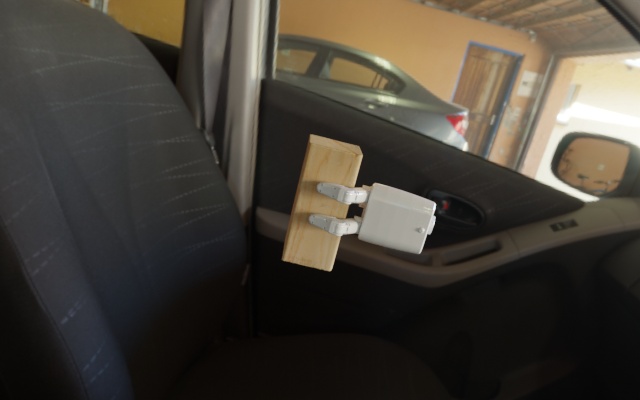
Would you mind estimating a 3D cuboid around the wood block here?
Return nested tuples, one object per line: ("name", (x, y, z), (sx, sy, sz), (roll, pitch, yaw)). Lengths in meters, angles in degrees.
("wood block", (0.001, 0.003, 0.819), (0.090, 0.206, 0.090), (13, 16, -4))
